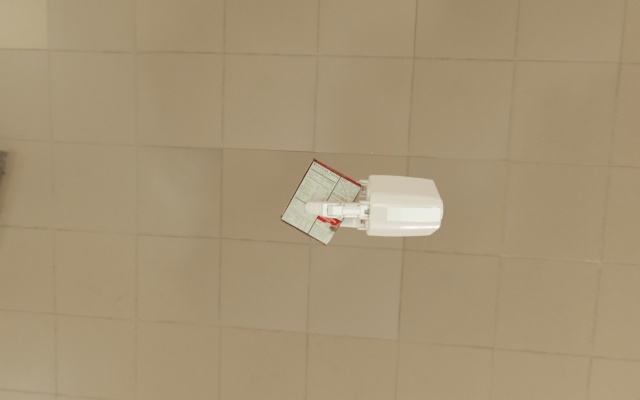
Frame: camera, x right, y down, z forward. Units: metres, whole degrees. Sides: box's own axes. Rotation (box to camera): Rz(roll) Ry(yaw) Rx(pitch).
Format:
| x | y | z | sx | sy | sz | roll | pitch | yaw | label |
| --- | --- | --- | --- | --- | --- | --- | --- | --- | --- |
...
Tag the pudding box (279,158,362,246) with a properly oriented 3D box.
| x | y | z | sx | sy | sz | roll | pitch | yaw | label |
| --- | --- | --- | --- | --- | --- | --- | --- | --- | --- |
| 0.000 | 0.003 | 0.757 | 0.090 | 0.113 | 0.039 | 30 | 6 | -2 | pudding box |
